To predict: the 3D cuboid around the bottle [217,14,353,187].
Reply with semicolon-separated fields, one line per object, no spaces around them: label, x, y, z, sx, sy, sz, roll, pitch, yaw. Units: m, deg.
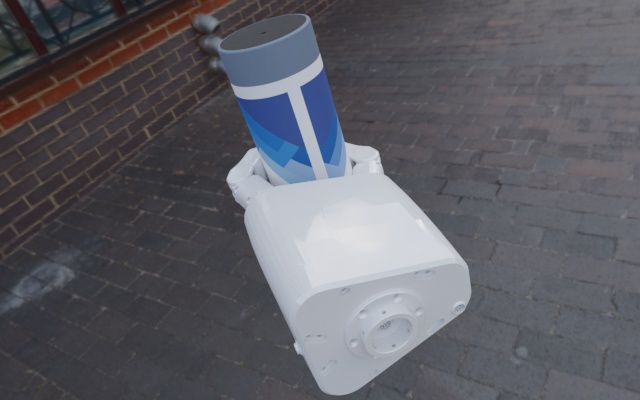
bottle;0.000;0.001;0.406;0.069;0.296;0.069;-13;34;9
